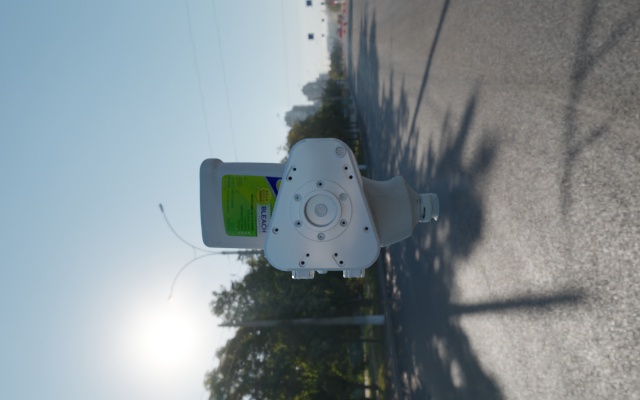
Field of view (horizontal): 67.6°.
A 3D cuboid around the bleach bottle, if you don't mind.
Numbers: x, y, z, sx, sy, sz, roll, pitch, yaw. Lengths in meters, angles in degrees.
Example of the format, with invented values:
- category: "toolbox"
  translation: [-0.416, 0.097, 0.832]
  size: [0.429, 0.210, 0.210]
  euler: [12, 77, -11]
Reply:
- category: "bleach bottle"
  translation: [0.000, 0.002, 0.522]
  size: [0.251, 0.102, 0.068]
  euler: [-1, 2, 3]
